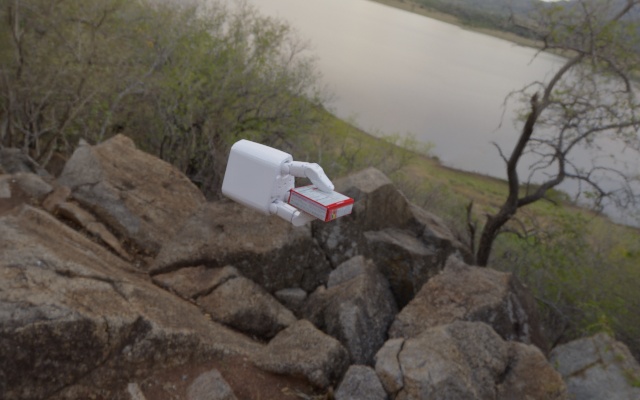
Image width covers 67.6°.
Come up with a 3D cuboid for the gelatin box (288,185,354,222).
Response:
[{"bbox_3d":[0.000,0.002,0.820,0.089,0.030,0.073,25,24,33],"label":"gelatin box"}]
